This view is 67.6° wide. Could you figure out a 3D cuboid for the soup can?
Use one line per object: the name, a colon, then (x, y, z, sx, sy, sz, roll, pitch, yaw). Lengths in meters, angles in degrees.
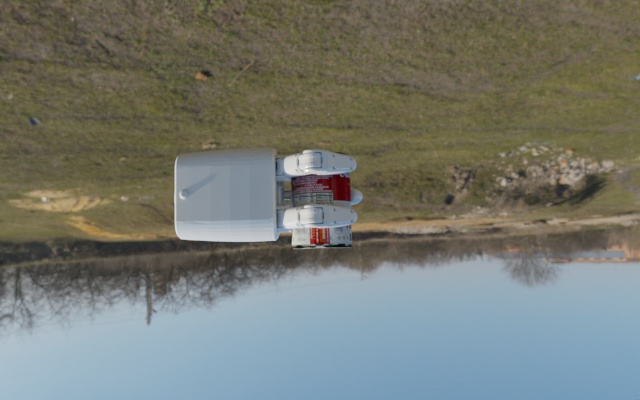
soup can: (0.001, 0.002, 0.528, 0.068, 0.102, 0.068, -1, -5, 0)
